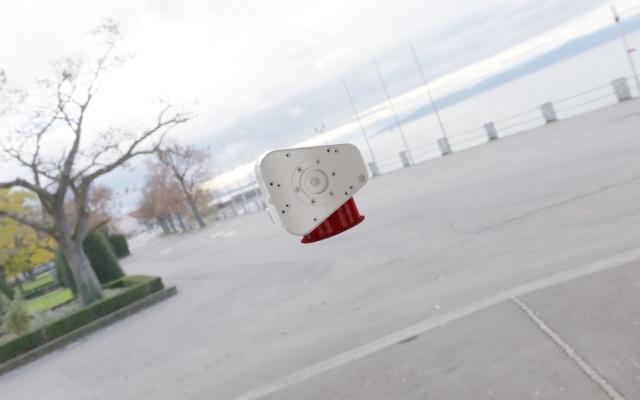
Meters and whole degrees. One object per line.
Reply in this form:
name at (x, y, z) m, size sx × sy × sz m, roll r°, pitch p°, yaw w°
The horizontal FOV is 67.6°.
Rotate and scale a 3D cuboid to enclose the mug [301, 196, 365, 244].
mug at (0.000, 0.002, 0.653) m, size 0.093 × 0.081 × 0.117 m, roll -23°, pitch 6°, yaw -9°
